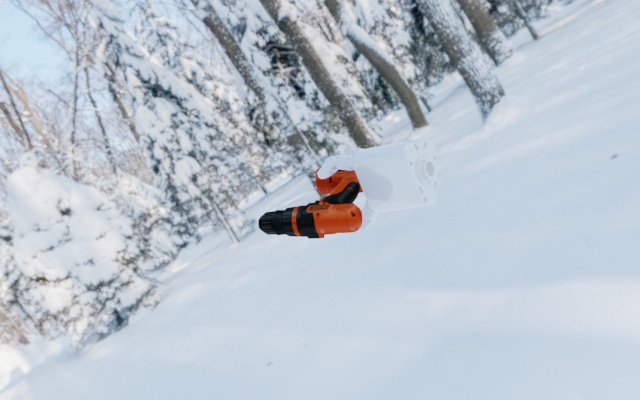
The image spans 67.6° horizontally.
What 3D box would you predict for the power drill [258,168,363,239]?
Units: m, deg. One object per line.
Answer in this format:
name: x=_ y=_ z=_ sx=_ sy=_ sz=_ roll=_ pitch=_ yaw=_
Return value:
power drill: x=0.001 y=0.003 z=0.853 sx=0.184 sy=0.057 sz=0.187 roll=-3 pitch=29 yaw=22
